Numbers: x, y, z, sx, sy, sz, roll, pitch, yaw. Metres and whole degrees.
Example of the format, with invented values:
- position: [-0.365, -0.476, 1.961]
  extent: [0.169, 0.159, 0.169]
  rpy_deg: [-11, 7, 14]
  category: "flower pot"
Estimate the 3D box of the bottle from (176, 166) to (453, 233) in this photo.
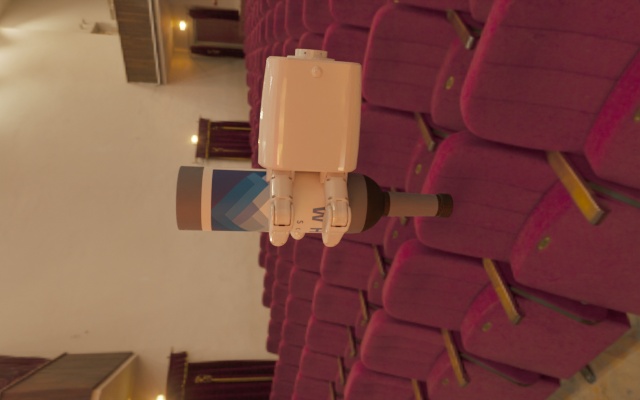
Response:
- position: [0.000, 0.002, 0.517]
  extent: [0.296, 0.069, 0.069]
  rpy_deg: [2, 0, -10]
  category: "bottle"
